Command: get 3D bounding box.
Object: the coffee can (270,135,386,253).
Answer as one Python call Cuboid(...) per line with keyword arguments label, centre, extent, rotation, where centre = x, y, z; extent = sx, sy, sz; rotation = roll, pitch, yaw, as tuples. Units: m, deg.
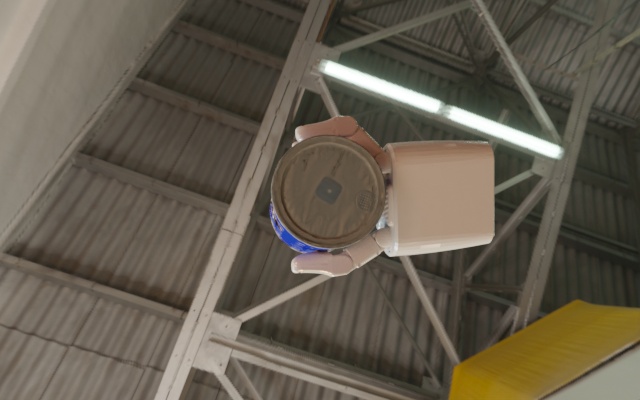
Cuboid(label="coffee can", centre=(0.000, 0.002, 0.488), extent=(0.103, 0.103, 0.140), rotation=(0, -8, -7))
